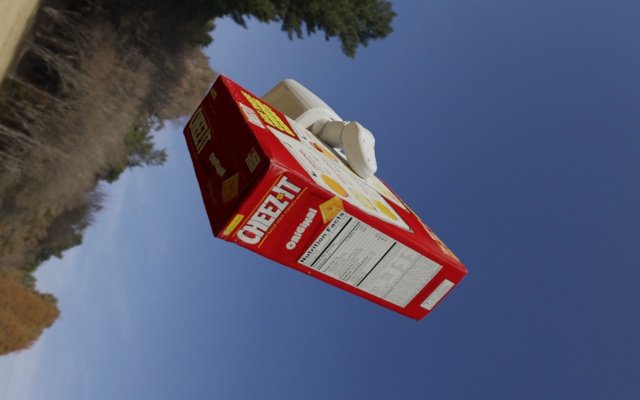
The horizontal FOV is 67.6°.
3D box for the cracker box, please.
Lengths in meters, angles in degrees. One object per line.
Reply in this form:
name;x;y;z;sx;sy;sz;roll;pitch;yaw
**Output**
cracker box;0.000;0.001;0.405;0.214;0.072;0.164;28;16;-35
